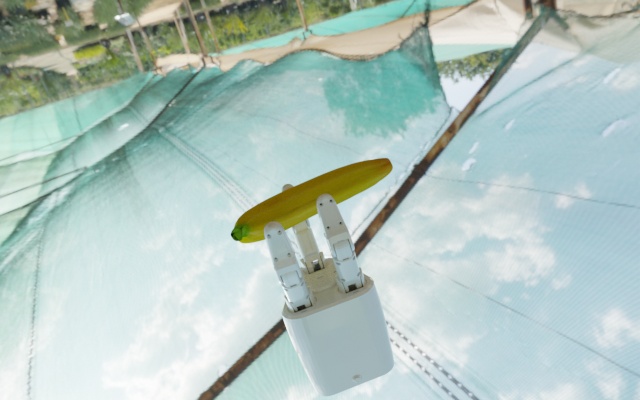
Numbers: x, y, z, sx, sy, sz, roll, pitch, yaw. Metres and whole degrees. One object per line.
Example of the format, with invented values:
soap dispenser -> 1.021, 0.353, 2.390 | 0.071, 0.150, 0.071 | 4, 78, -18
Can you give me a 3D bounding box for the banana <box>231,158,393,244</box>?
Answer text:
banana -> -0.013, 0.002, 0.494 | 0.197, 0.037, 0.069 | -27, 16, -29
